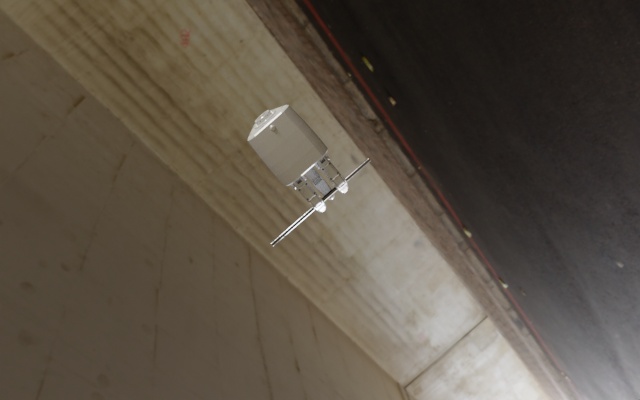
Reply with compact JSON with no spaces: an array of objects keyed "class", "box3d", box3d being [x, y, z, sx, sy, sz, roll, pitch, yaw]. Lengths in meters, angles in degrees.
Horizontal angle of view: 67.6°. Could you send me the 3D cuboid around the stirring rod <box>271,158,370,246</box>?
[{"class":"stirring rod","box3d":[0.000,0.003,0.891,0.239,0.011,0.011,-41,0,0]}]
